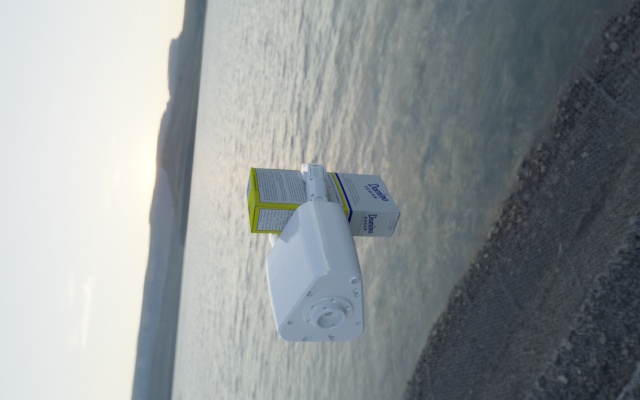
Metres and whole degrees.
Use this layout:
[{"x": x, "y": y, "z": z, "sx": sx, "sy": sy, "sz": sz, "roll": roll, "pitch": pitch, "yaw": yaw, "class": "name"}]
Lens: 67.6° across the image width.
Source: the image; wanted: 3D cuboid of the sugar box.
[{"x": 0.000, "y": 0.002, "z": 0.593, "sx": 0.176, "sy": 0.048, "sz": 0.093, "roll": 5, "pitch": 33, "yaw": -15, "class": "sugar box"}]
